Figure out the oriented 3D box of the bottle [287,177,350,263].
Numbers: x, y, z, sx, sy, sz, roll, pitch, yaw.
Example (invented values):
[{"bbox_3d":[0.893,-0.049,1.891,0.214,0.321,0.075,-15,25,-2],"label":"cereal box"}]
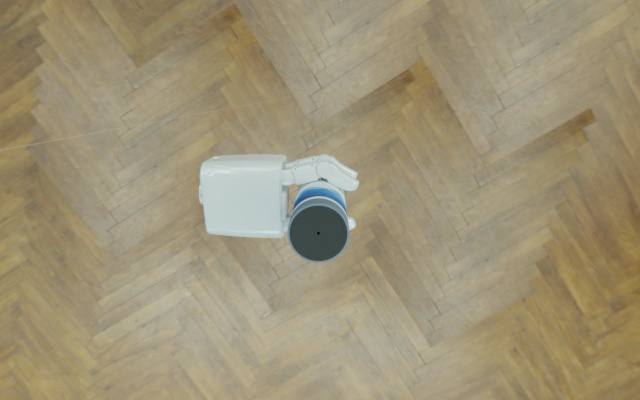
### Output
[{"bbox_3d":[0.000,0.002,0.650,0.069,0.069,0.295,0,13,1],"label":"bottle"}]
